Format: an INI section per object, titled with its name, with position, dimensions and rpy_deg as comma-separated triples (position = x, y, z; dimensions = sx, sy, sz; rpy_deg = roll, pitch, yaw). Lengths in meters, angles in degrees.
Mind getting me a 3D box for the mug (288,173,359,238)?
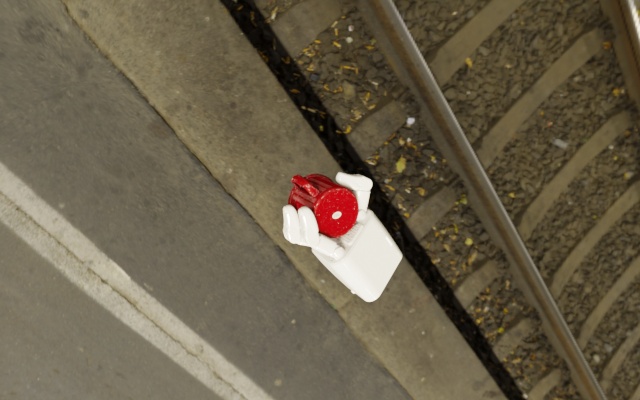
[mug]
position = -0.001, 0.001, 0.742
dimensions = 0.117, 0.093, 0.081
rpy_deg = 49, -12, -29
